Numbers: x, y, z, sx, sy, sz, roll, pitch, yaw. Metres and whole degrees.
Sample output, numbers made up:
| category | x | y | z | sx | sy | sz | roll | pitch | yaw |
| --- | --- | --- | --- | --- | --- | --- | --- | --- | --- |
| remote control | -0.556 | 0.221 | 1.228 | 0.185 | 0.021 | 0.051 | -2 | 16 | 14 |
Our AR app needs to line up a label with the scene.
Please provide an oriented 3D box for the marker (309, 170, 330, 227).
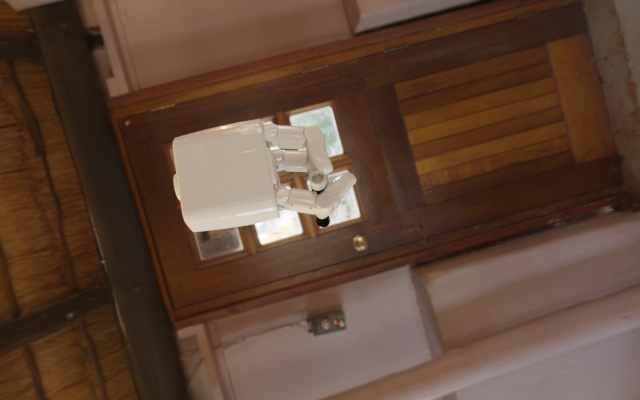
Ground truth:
| category | x | y | z | sx | sy | sz | roll | pitch | yaw |
| --- | --- | --- | --- | --- | --- | --- | --- | --- | --- |
| marker | 0.000 | 0.002 | 0.580 | 0.020 | 0.020 | 0.121 | 0 | -27 | 4 |
